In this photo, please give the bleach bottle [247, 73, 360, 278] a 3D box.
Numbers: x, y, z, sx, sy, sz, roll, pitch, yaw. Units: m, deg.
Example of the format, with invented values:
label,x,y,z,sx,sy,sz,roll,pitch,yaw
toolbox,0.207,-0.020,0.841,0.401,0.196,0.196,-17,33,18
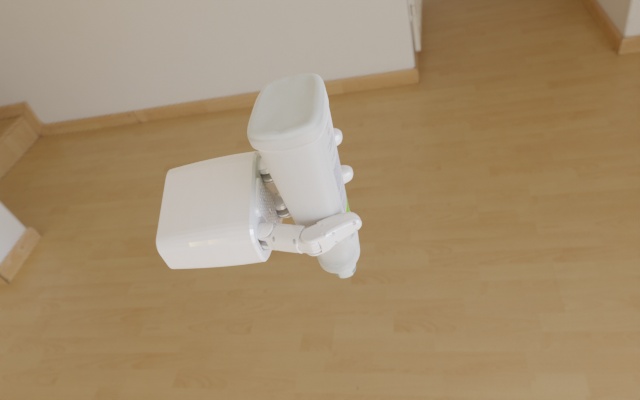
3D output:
label,x,y,z,sx,sy,sz,roll,pitch,yaw
bleach bottle,0.000,0.002,0.500,0.068,0.251,0.102,-7,43,12
